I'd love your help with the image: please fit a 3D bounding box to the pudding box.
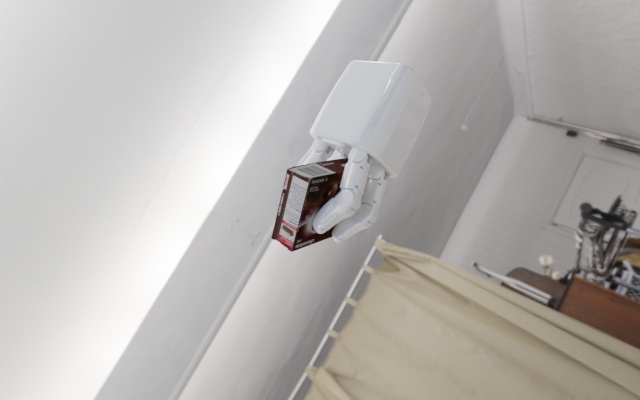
[{"bbox_3d":[0.000,0.002,0.556,0.039,0.090,0.113,28,26,33],"label":"pudding box"}]
